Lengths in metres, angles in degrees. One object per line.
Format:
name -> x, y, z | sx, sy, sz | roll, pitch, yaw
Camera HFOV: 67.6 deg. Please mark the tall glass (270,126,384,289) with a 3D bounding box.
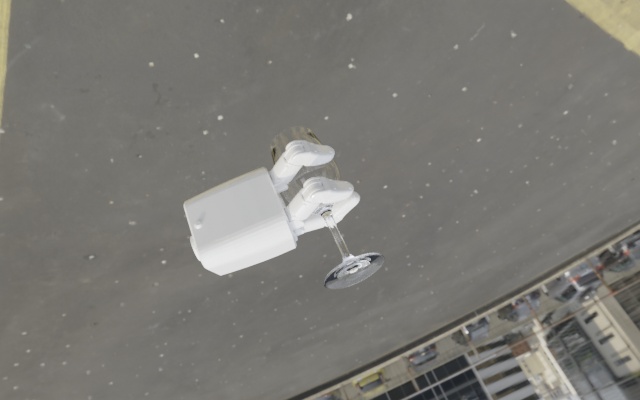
tall glass -> 0.000, 0.002, 0.580 | 0.079, 0.201, 0.079 | -19, -30, -11
